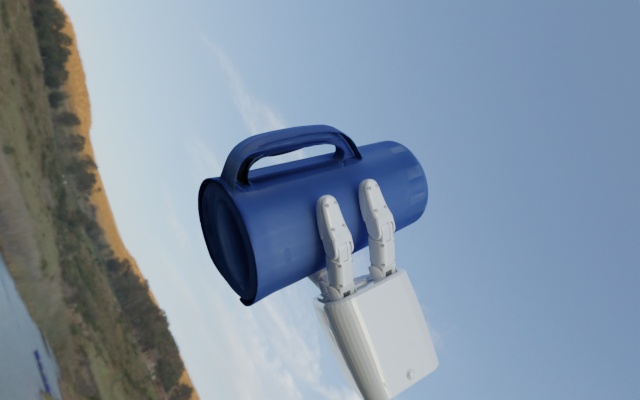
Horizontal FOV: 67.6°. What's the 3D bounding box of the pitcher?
[{"bbox_3d":[0.000,0.002,0.522,0.243,0.145,0.149,-19,-6,-30],"label":"pitcher"}]
